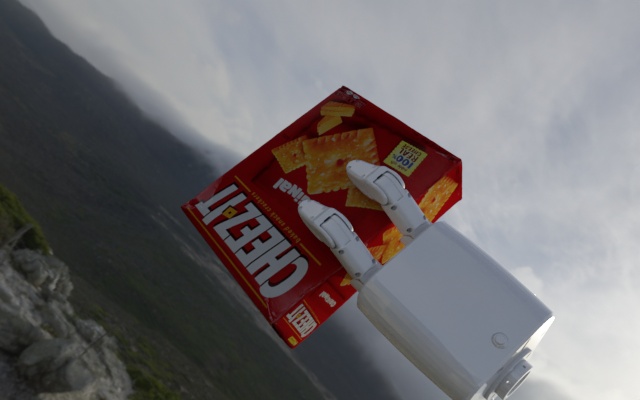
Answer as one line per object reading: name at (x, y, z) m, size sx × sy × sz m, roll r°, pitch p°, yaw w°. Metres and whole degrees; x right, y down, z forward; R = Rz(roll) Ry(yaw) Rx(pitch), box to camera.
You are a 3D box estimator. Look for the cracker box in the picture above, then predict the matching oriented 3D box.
cracker box at (0.000, 0.001, 0.454) m, size 0.164 × 0.213 × 0.072 m, roll 43°, pitch -15°, yaw 35°
